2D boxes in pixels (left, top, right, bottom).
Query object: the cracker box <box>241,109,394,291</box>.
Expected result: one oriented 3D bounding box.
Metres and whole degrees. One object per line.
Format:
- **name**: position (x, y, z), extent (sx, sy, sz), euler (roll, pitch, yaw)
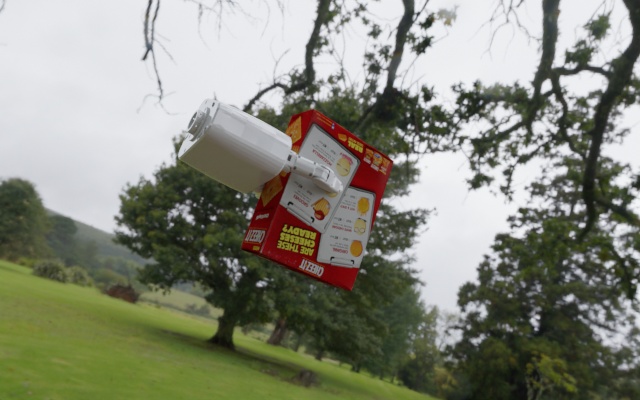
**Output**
- **cracker box**: position (0.000, 0.002, 0.697), extent (0.164, 0.213, 0.072), euler (28, -15, -31)
